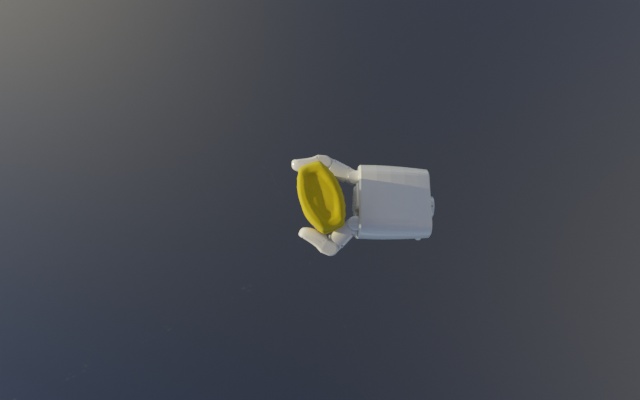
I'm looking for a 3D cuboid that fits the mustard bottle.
[{"bbox_3d":[0.000,0.002,0.720,0.058,0.096,0.191,-22,-4,-3],"label":"mustard bottle"}]
